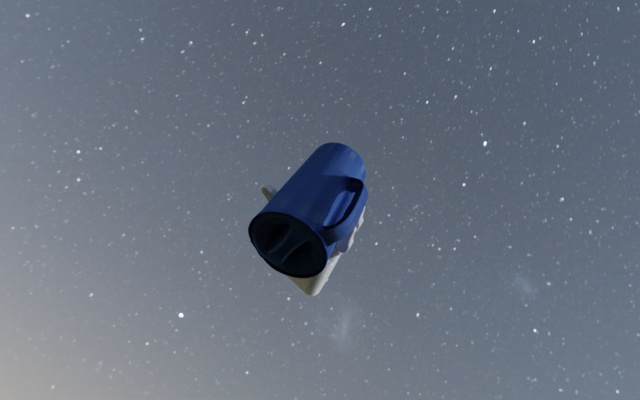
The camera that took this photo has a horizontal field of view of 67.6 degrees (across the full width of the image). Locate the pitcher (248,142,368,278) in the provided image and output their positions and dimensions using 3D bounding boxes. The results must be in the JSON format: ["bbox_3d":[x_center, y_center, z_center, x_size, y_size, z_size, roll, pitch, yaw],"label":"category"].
[{"bbox_3d":[0.000,0.003,0.803,0.149,0.145,0.242,25,44,8],"label":"pitcher"}]
